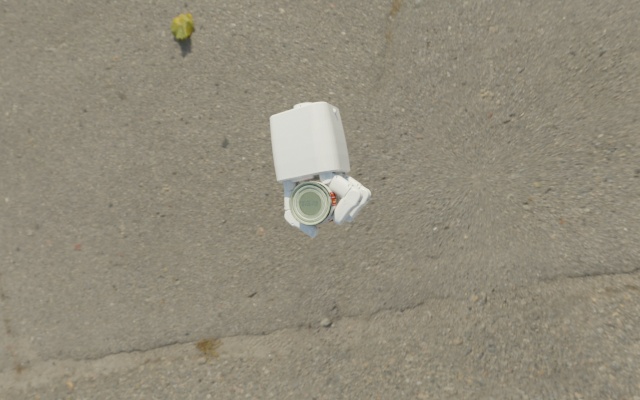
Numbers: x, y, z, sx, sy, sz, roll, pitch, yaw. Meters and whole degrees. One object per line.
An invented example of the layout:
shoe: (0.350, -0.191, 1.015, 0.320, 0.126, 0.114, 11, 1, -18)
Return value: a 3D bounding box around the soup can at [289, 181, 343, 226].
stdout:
soup can: (0.000, 0.003, 0.745, 0.068, 0.068, 0.102, 0, 2, 18)
